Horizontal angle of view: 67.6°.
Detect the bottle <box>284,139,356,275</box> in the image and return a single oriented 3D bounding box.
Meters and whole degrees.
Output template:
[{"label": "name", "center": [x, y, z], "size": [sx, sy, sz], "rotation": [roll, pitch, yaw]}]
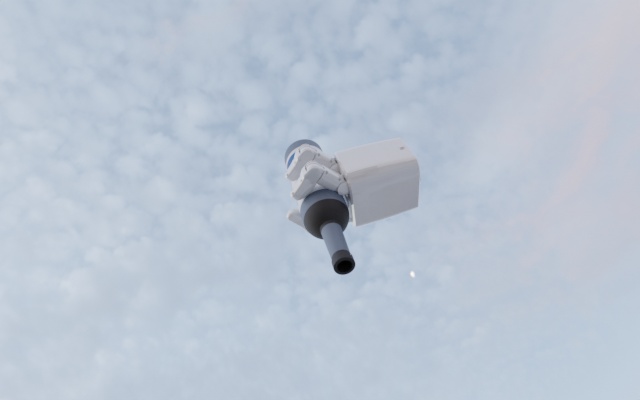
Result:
[{"label": "bottle", "center": [0.000, 0.002, 0.694], "size": [0.069, 0.069, 0.295], "rotation": [0, 32, -13]}]
